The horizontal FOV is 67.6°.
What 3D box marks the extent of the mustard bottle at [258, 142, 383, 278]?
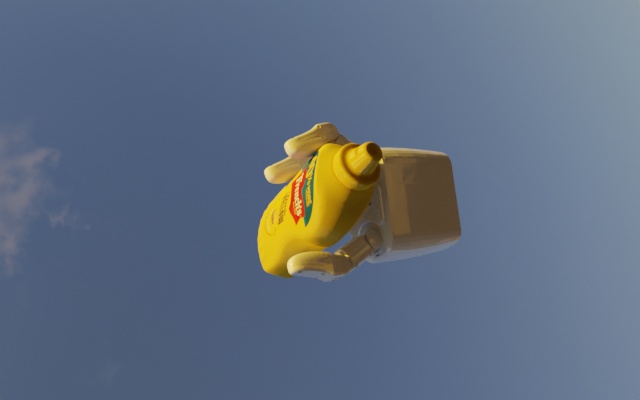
[{"bbox_3d":[0.000,0.002,0.457,0.058,0.096,0.192,21,-34,-20],"label":"mustard bottle"}]
